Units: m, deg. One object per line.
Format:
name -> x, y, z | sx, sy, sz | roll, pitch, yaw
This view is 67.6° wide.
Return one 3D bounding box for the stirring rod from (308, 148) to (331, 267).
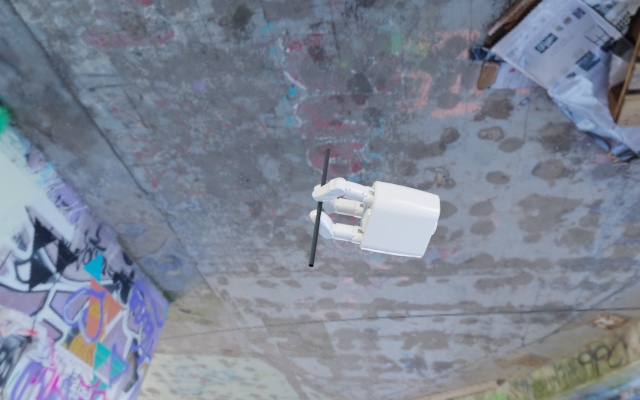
stirring rod -> 0.000, 0.002, 0.767 | 0.011, 0.239, 0.011 | 5, -39, 4
